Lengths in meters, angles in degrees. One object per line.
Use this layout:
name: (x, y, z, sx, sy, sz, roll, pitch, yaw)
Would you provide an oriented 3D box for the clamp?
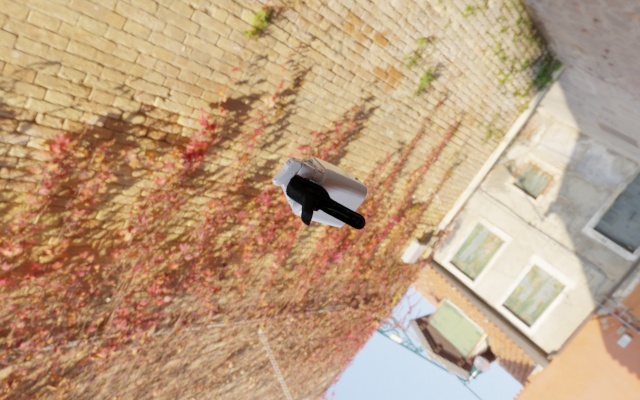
clamp: (0.000, 0.003, 0.818, 0.120, 0.039, 0.171, 16, 21, -29)
